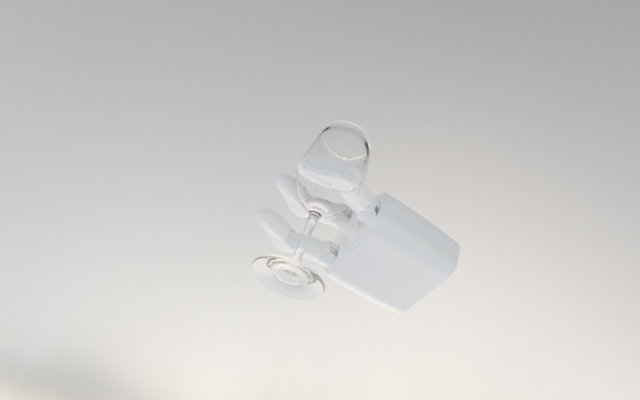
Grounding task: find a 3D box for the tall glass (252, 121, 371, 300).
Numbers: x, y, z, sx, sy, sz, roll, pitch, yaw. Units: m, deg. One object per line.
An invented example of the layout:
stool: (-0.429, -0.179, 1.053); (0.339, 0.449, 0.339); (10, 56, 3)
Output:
tall glass: (0.000, 0.002, 0.513); (0.079, 0.201, 0.079); (14, -37, 11)
